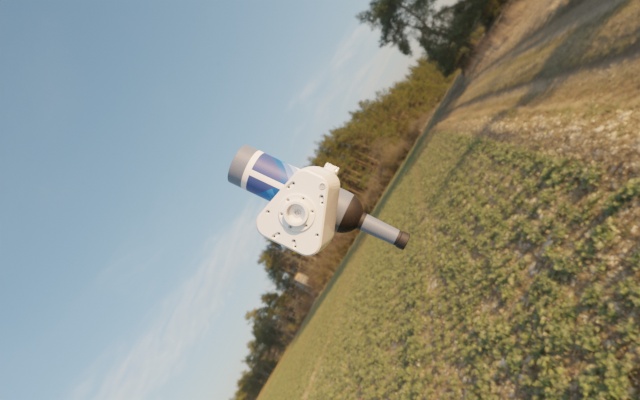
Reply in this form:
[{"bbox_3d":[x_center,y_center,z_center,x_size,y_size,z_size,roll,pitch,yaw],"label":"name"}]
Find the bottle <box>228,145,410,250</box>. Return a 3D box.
[{"bbox_3d":[0.000,0.002,0.750,0.295,0.069,0.069,25,3,6],"label":"bottle"}]
